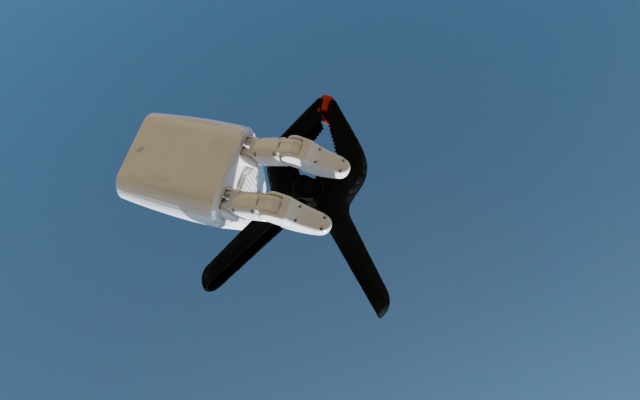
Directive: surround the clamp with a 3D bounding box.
[{"bbox_3d":[0.000,0.001,0.437,0.164,0.210,0.036,13,-20,12],"label":"clamp"}]
